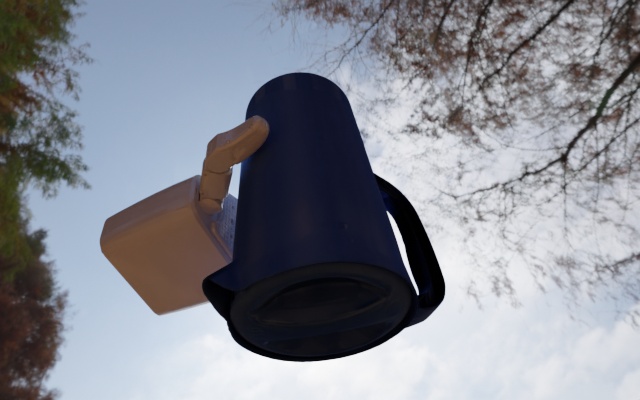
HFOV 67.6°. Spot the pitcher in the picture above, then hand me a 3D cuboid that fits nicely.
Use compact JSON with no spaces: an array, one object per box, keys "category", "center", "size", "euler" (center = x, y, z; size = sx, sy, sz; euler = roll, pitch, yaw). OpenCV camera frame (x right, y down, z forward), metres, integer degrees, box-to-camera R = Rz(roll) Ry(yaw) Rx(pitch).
[{"category":"pitcher","center":[0.000,0.001,0.410],"size":[0.145,0.242,0.149],"euler":[-23,-45,16]}]
